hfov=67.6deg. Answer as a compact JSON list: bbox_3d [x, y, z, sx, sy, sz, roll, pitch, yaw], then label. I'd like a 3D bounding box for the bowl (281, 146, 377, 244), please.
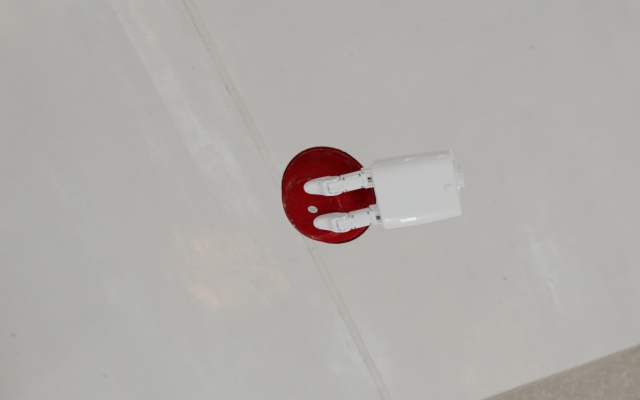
[{"bbox_3d":[-0.001,0.003,0.723,0.162,0.162,0.055,0,20,26],"label":"bowl"}]
